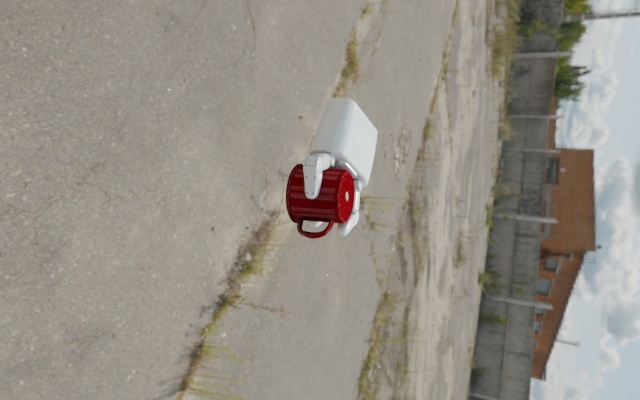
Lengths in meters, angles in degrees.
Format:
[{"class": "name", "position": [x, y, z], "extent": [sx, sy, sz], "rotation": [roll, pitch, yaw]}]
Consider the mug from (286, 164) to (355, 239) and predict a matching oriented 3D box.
[{"class": "mug", "position": [0.000, 0.004, 0.725], "extent": [0.081, 0.117, 0.093], "rotation": [4, -27, 21]}]
